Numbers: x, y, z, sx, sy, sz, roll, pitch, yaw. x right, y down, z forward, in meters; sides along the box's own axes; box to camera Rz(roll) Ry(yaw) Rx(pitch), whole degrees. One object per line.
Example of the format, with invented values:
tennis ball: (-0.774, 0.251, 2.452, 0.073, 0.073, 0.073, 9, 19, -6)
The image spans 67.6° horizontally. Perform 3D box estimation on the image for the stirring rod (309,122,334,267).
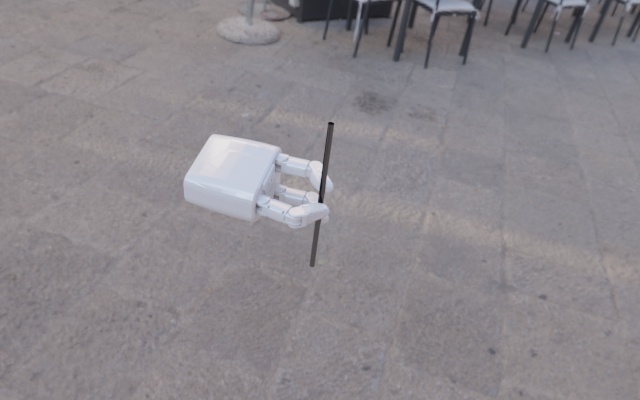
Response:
stirring rod: (0.000, 0.002, 0.653, 0.011, 0.240, 0.011, 5, 36, -4)
